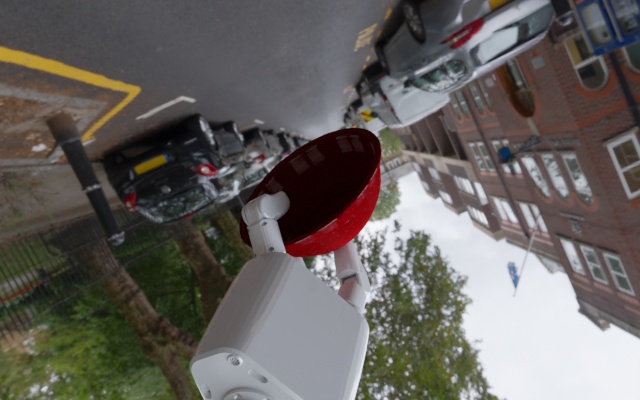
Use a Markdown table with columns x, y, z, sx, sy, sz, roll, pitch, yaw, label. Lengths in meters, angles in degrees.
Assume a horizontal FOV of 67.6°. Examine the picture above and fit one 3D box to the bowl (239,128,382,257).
| x | y | z | sx | sy | sz | roll | pitch | yaw | label |
| --- | --- | --- | --- | --- | --- | --- | --- | --- | --- |
| 0.001 | 0.001 | 0.472 | 0.162 | 0.162 | 0.055 | 0 | -42 | 47 | bowl |
